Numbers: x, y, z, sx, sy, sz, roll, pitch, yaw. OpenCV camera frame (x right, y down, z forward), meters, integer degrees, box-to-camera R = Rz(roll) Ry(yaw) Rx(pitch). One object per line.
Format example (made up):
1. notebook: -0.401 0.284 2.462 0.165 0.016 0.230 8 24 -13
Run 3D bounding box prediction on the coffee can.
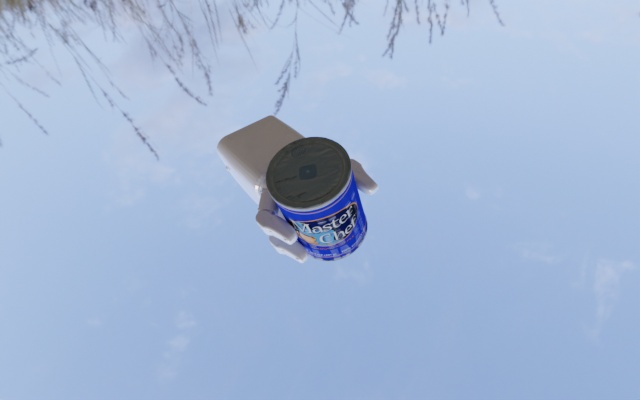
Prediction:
1. coffee can: 0.000 0.002 0.610 0.103 0.102 0.140 0 -32 15
